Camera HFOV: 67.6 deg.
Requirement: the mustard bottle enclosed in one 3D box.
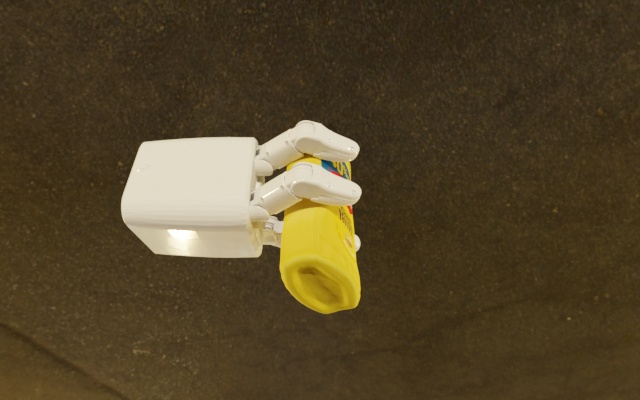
[{"bbox_3d":[0.000,0.002,0.453,0.058,0.191,0.096,-17,-44,18],"label":"mustard bottle"}]
